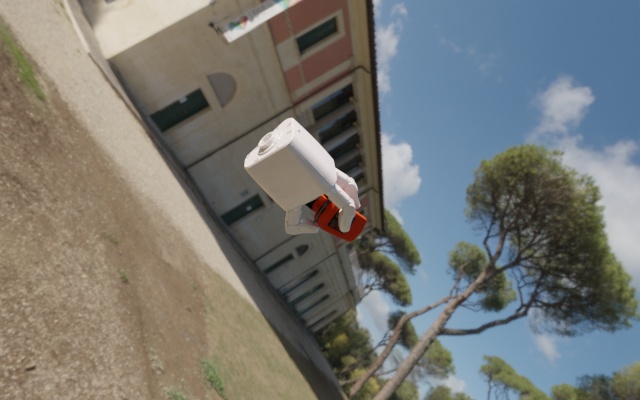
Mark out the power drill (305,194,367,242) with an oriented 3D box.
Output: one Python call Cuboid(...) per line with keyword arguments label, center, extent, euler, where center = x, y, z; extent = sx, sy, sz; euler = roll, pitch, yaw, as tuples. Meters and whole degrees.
Cuboid(label="power drill", center=(0.000, 0.003, 0.897), extent=(0.184, 0.057, 0.187), euler=(27, 8, -45))
